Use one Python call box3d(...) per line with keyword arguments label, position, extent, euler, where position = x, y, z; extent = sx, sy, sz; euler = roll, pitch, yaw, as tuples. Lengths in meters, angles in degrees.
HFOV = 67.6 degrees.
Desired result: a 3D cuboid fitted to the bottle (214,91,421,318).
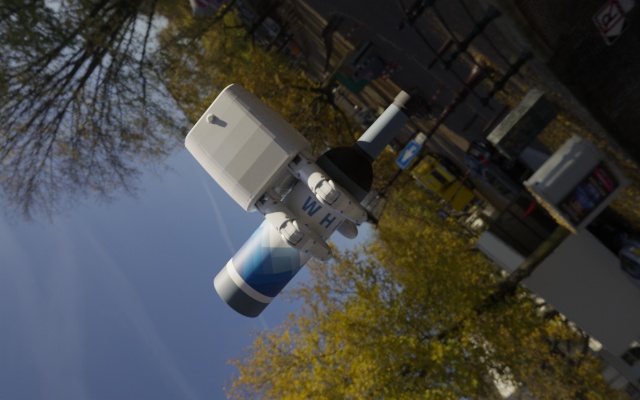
box3d(label="bottle", position=(0.000, 0.002, 0.526), extent=(0.069, 0.296, 0.069), euler=(40, 9, -8))
